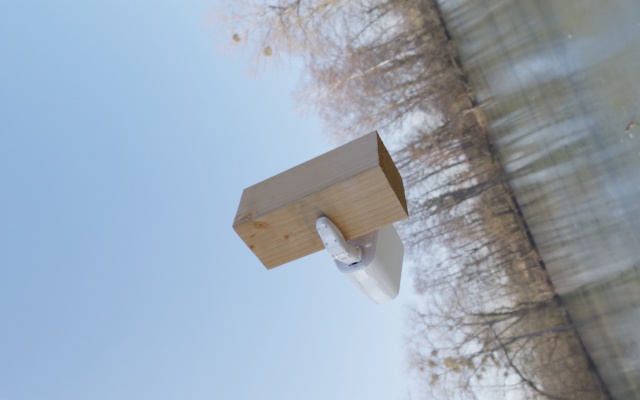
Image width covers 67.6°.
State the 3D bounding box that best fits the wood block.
[{"bbox_3d":[0.000,0.003,0.630,0.206,0.090,0.090,-23,32,18],"label":"wood block"}]
